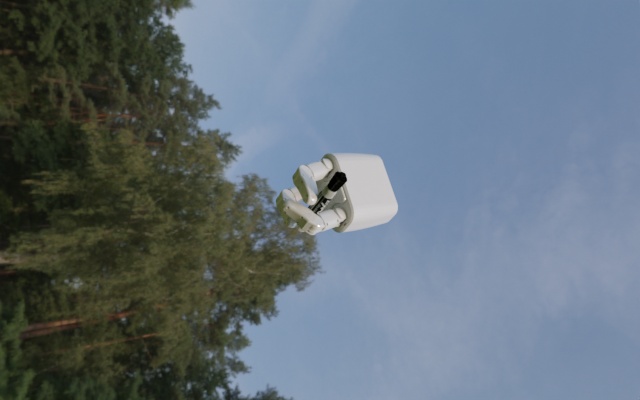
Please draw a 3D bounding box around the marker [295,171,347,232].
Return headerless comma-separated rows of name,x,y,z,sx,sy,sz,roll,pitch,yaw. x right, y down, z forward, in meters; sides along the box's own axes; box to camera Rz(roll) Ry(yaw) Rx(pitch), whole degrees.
marker,0.000,0.002,0.650,0.020,0.020,0.121,0,-37,-37
